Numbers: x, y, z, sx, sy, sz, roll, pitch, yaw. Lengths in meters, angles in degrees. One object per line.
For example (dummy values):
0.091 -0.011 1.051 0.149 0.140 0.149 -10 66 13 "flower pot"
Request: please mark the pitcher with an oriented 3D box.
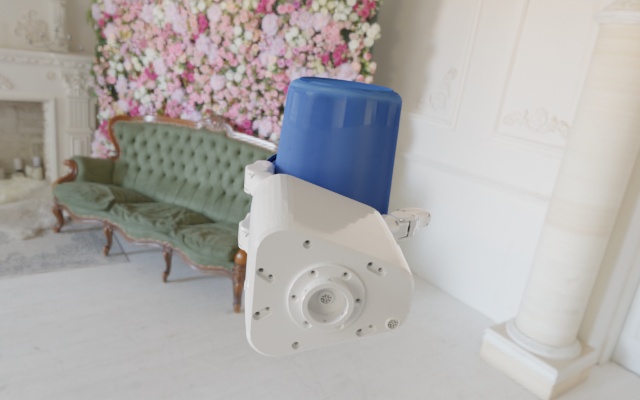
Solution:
0.000 0.002 0.489 0.149 0.243 0.145 6 18 -5 "pitcher"
